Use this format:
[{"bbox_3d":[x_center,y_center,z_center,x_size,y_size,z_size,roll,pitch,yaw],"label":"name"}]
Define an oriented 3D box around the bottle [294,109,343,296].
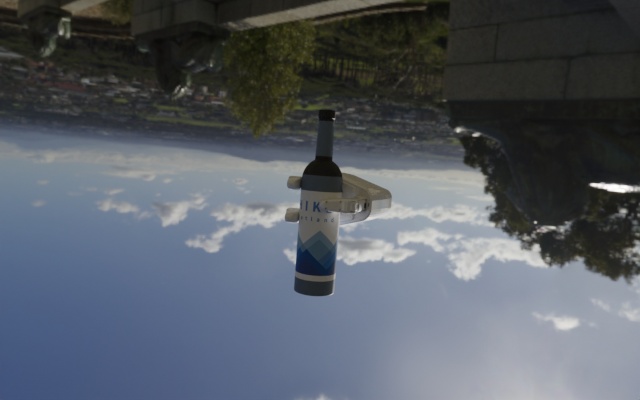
[{"bbox_3d":[0.000,0.003,0.774,0.069,0.296,0.069,4,5,0],"label":"bottle"}]
